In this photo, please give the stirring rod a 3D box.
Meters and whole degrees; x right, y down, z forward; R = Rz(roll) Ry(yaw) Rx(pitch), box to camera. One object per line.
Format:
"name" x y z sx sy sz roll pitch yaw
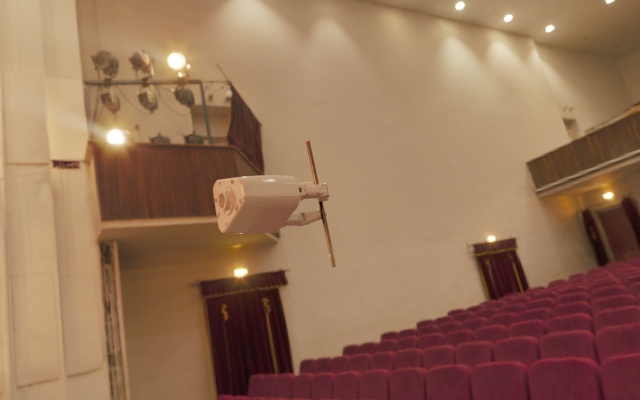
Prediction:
"stirring rod" 0.000 0.003 0.872 0.011 0.239 0.011 -11 -14 -3
